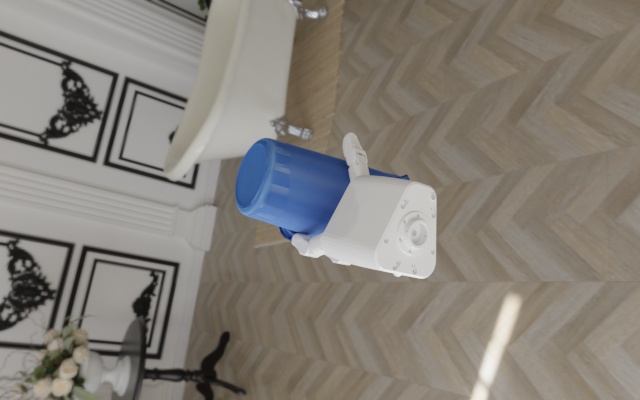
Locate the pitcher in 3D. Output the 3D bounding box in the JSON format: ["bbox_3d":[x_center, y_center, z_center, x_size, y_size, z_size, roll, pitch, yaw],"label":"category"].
[{"bbox_3d":[0.000,0.002,0.697,0.243,0.149,0.145,16,-1,-32],"label":"pitcher"}]
